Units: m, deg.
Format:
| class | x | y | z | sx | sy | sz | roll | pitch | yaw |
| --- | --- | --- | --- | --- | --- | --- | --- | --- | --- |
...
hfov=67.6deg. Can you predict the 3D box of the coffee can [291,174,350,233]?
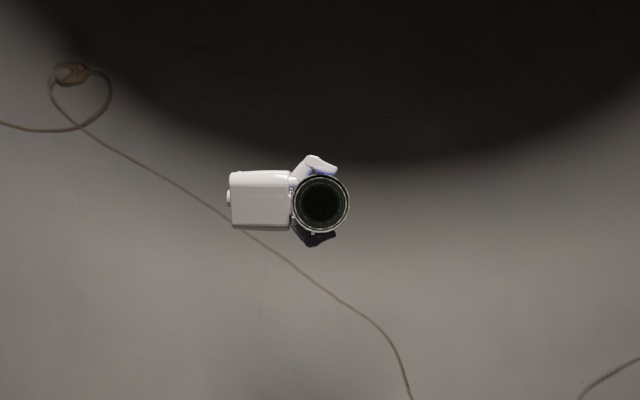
| class | x | y | z | sx | sy | sz | roll | pitch | yaw |
| --- | --- | --- | --- | --- | --- | --- | --- | --- | --- |
| coffee can | 0.000 | 0.003 | 0.888 | 0.103 | 0.103 | 0.140 | 0 | 2 | 0 |
